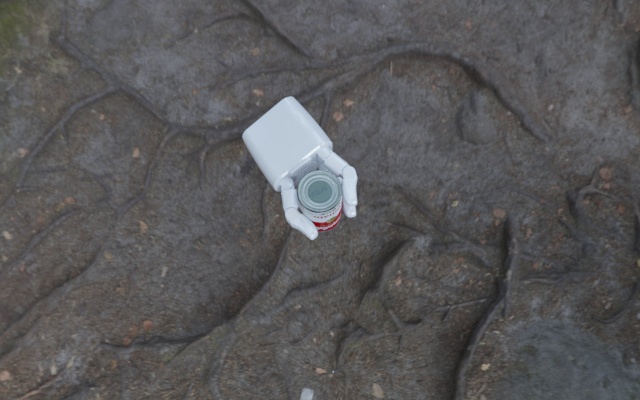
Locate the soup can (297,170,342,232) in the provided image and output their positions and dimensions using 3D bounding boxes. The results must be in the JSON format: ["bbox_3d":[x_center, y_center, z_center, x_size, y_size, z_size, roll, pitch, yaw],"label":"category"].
[{"bbox_3d":[0.000,0.003,0.735,0.068,0.068,0.102,0,-20,2],"label":"soup can"}]
